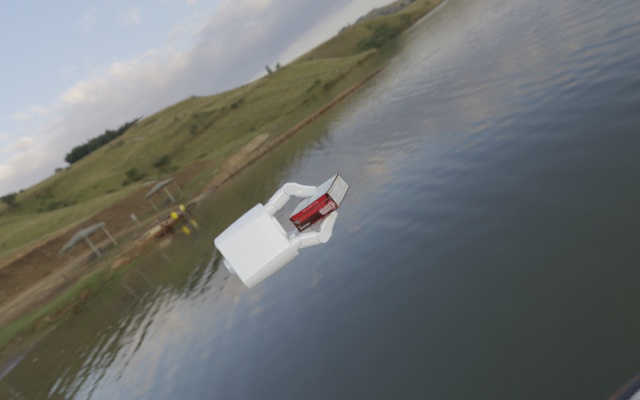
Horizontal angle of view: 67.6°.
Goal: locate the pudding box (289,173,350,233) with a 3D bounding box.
[{"bbox_3d":[0.000,0.003,0.862,0.090,0.039,0.113,-33,12,23],"label":"pudding box"}]
